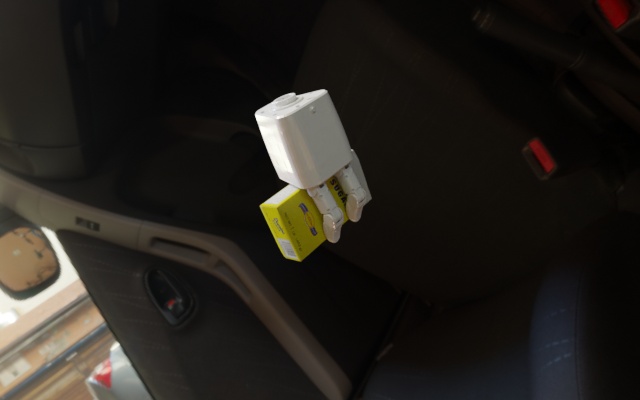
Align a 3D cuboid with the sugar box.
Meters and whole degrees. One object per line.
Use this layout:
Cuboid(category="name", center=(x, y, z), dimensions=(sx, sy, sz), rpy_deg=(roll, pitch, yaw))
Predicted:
Cuboid(category="sugar box", center=(0.000, 0.002, 0.712), dimensions=(0.048, 0.093, 0.176), rpy_deg=(6, 36, 48))
